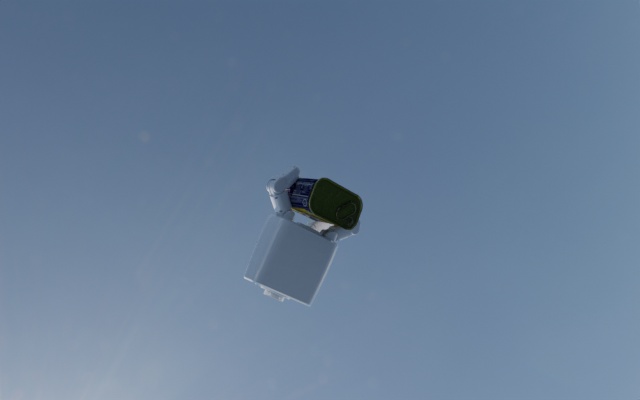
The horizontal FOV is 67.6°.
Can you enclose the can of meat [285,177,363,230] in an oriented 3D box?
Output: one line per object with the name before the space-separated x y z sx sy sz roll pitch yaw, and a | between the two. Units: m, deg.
can of meat | 0.000 0.002 0.744 0.102 0.057 0.084 27 -11 -37
